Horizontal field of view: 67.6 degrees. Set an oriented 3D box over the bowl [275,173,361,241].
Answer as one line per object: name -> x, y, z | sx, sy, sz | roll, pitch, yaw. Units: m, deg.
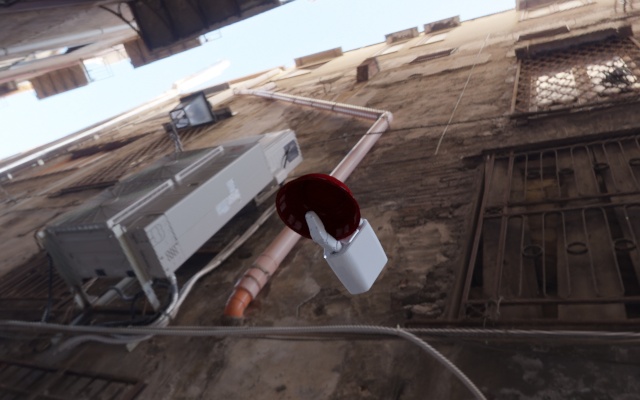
bowl -> 0.000, 0.002, 0.893 | 0.162, 0.162, 0.055 | 0, 42, 17
